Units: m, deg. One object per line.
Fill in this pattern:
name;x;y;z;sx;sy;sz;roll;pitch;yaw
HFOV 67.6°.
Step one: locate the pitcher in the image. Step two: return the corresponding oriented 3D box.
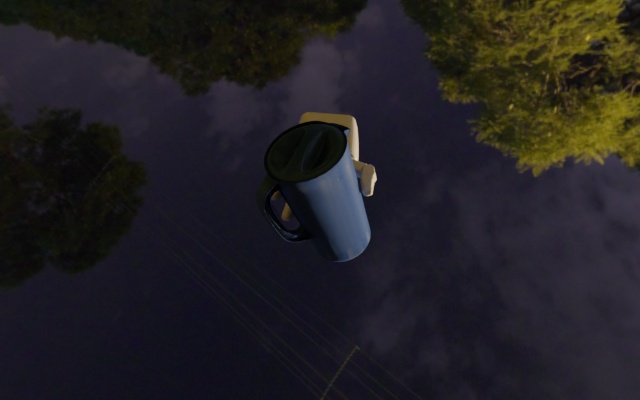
pitcher;0.000;0.002;0.800;0.149;0.145;0.243;-8;-43;15
